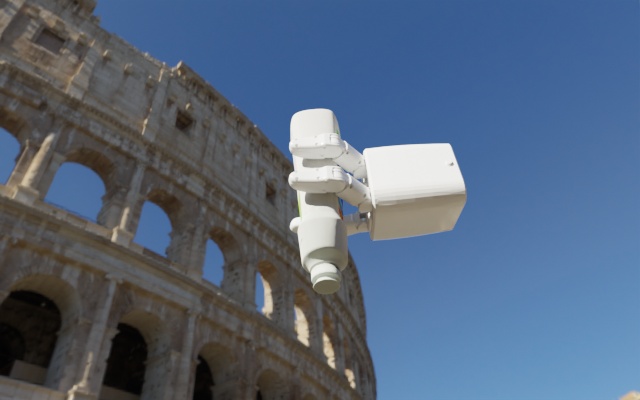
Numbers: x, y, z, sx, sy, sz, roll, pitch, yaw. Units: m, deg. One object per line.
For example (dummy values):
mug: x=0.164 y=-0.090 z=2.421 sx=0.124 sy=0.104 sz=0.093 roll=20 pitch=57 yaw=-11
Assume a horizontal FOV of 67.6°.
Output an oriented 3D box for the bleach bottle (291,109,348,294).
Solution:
bleach bottle: x=0.000 y=0.002 z=0.579 sx=0.068 sy=0.250 sz=0.103 roll=-6 pitch=-42 yaw=2
